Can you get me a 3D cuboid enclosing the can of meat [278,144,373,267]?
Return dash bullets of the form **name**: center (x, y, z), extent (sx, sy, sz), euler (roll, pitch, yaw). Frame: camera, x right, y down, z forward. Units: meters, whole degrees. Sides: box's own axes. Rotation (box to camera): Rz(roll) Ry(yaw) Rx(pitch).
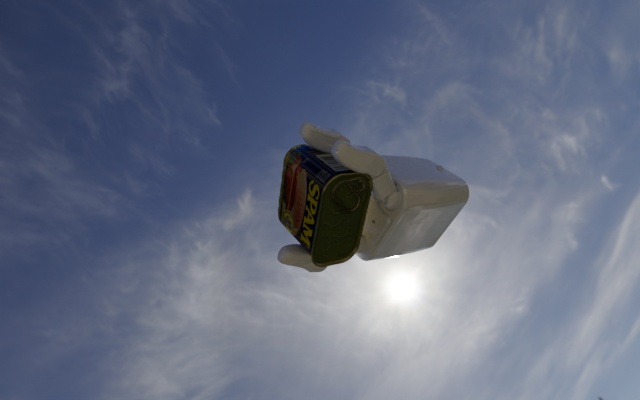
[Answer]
- **can of meat**: center (0.000, 0.002, 0.489), extent (0.057, 0.102, 0.084), euler (-8, 31, -32)
